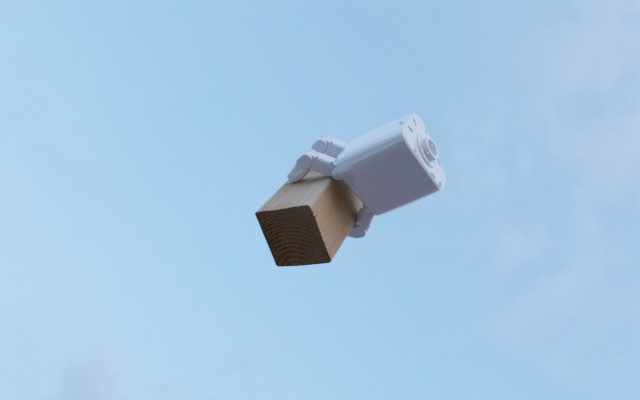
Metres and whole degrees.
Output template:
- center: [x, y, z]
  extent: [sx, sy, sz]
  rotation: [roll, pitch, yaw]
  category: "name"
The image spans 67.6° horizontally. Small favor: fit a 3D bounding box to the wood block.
- center: [0.001, 0.002, 0.714]
  extent: [0.090, 0.091, 0.206]
  rotation: [-8, 23, 28]
  category: "wood block"
